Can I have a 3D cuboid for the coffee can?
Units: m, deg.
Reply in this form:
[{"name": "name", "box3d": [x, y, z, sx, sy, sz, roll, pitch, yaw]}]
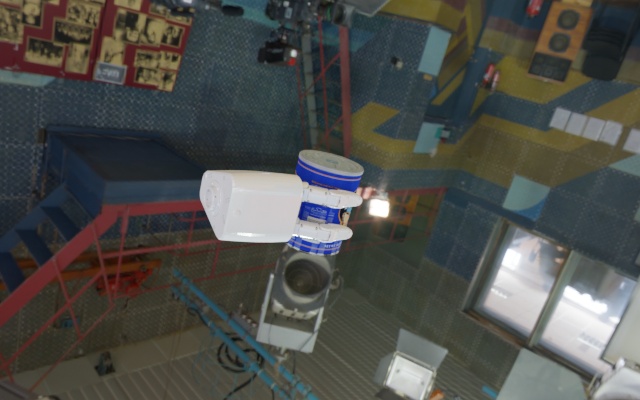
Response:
[{"name": "coffee can", "box3d": [0.000, 0.002, 0.755, 0.103, 0.140, 0.102, 14, 17, -4]}]
